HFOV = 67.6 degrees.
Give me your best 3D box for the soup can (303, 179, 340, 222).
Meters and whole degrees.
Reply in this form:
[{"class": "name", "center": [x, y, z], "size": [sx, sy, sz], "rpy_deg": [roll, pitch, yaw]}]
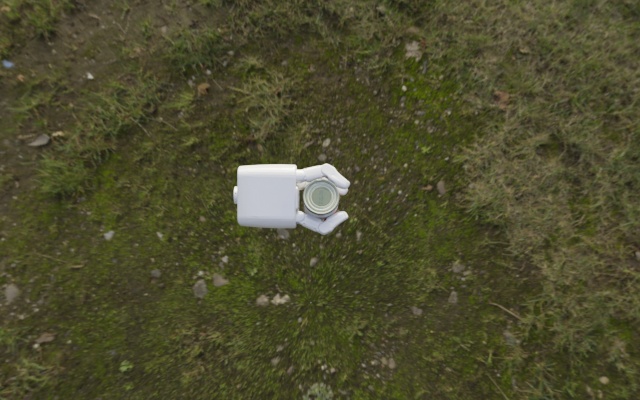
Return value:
[{"class": "soup can", "center": [0.001, 0.003, 0.895], "size": [0.068, 0.068, 0.102], "rpy_deg": [0, -12, -1]}]
